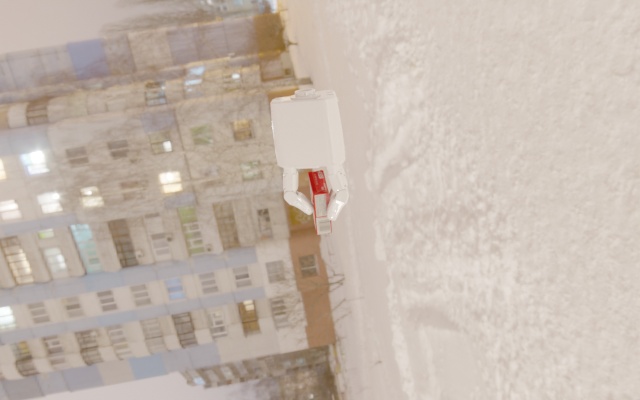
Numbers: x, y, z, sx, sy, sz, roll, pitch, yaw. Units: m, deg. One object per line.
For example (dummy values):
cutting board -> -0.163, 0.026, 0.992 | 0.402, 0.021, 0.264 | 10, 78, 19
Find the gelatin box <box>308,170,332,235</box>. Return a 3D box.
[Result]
gelatin box -> 0.000, 0.003, 0.834 | 0.030, 0.089, 0.073 | -7, 34, -3
